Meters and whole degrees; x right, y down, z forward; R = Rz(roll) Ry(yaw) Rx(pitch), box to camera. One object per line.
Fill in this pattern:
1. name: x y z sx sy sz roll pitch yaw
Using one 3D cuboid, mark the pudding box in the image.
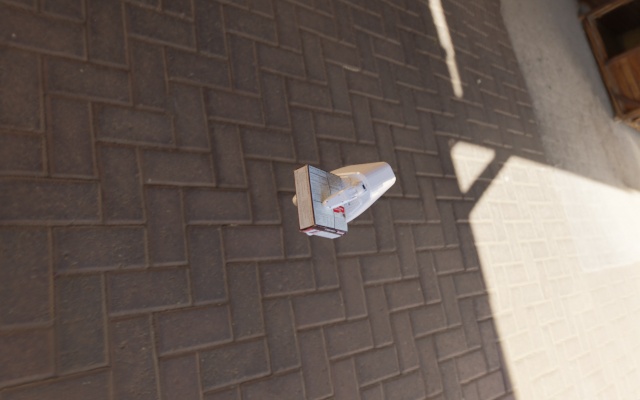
1. pudding box: 0.000 0.003 0.817 0.039 0.113 0.090 -24 -26 36
